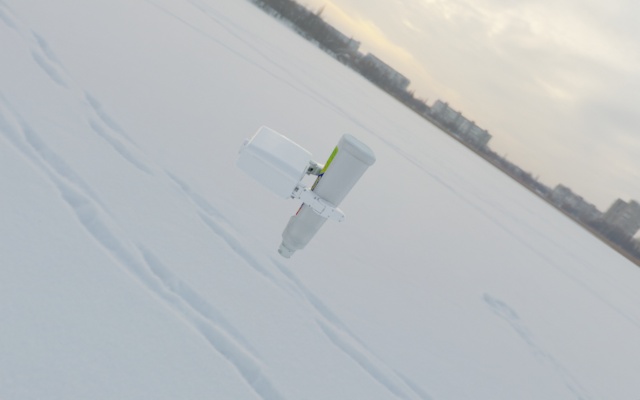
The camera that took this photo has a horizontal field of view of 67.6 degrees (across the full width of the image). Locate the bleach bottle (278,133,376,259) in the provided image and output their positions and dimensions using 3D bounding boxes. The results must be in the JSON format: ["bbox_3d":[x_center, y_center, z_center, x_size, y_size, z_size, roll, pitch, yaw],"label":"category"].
[{"bbox_3d":[0.000,0.003,0.854,0.068,0.251,0.102,33,15,-8],"label":"bleach bottle"}]
